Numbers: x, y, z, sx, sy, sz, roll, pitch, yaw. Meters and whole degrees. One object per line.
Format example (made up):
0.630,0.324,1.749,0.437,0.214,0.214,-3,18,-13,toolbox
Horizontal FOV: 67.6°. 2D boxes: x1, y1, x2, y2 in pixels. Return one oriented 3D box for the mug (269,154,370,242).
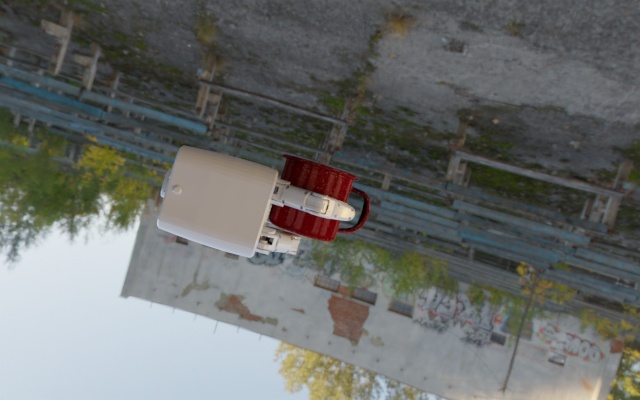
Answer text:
0.001,0.002,0.562,0.117,0.081,0.093,17,1,-7,mug
